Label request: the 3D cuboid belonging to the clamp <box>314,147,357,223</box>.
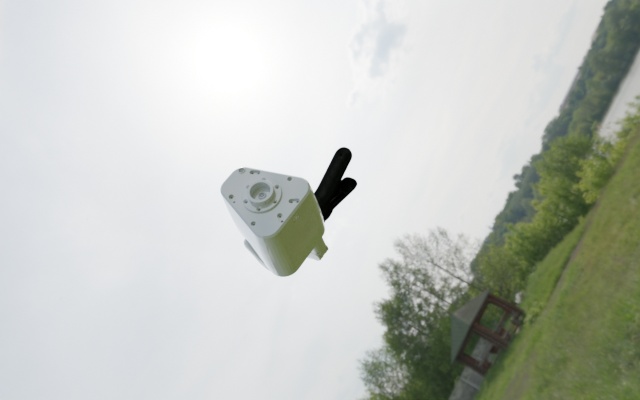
[{"bbox_3d":[0.000,0.002,0.697,0.039,0.171,0.120,28,-24,23],"label":"clamp"}]
